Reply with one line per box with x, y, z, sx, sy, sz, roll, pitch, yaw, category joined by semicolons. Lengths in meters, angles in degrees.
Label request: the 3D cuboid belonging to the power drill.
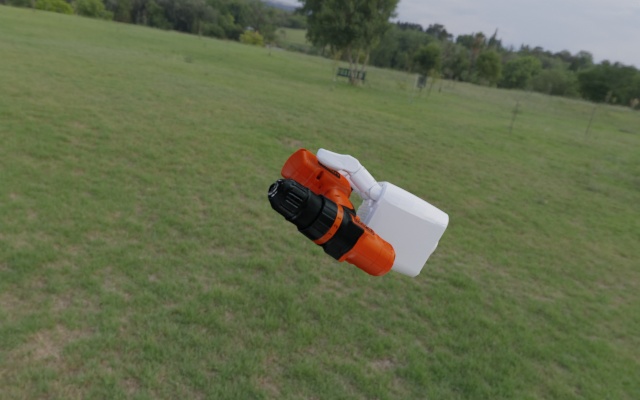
0.000;0.002;0.611;0.184;0.057;0.187;37;15;-27;power drill
